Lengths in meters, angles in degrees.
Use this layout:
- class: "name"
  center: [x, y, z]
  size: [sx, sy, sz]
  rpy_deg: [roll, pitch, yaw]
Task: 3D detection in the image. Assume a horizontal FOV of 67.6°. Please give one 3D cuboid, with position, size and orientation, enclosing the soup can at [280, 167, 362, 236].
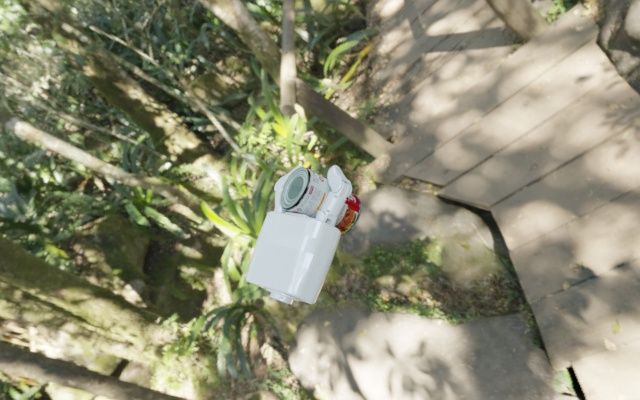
- class: "soup can"
  center: [0.000, 0.002, 0.696]
  size: [0.102, 0.068, 0.068]
  rpy_deg: [28, -16, -31]
